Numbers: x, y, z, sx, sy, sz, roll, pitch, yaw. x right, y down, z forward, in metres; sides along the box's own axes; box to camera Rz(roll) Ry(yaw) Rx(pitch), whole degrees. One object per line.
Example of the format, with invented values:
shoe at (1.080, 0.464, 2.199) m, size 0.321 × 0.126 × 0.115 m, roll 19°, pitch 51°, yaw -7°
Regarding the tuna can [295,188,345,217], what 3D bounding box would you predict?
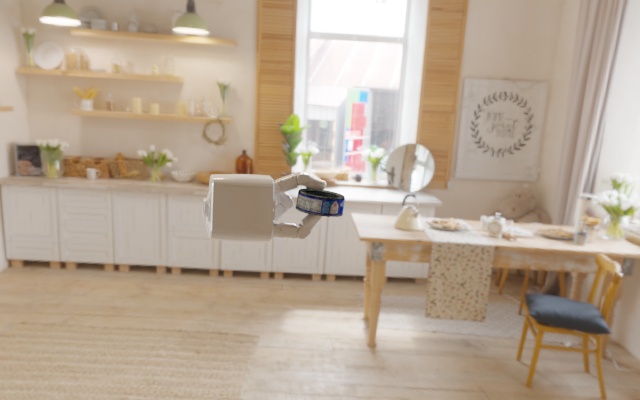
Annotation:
tuna can at (0.000, 0.002, 0.846) m, size 0.086 × 0.034 × 0.086 m, roll 8°, pitch 10°, yaw -1°
